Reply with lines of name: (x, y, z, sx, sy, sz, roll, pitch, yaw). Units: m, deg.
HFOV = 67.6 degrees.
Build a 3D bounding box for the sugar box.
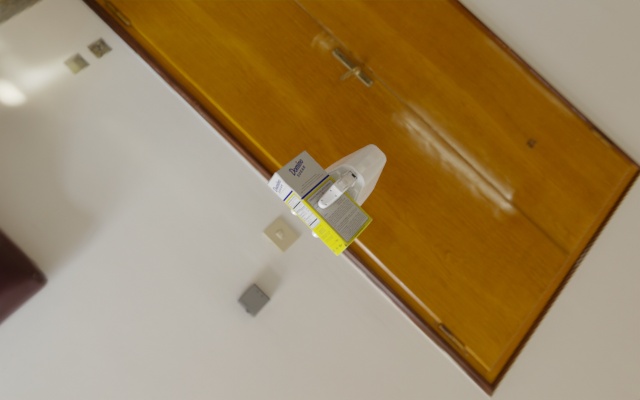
sugar box: (0.000, 0.003, 0.842, 0.093, 0.176, 0.048, -42, -5, -44)
